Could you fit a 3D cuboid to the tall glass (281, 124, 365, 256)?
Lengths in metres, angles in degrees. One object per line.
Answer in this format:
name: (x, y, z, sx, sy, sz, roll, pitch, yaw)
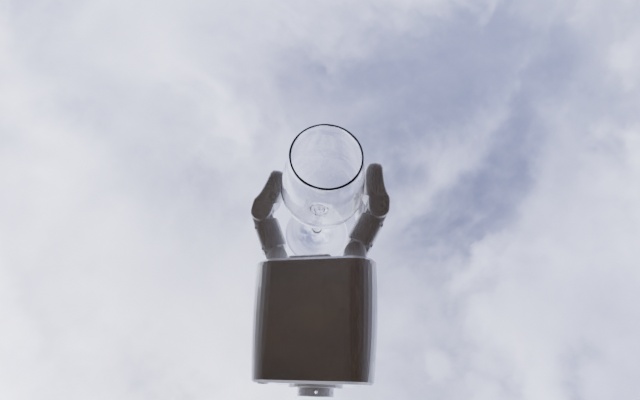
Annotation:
tall glass: (0.000, 0.002, 0.480, 0.079, 0.079, 0.201, 0, -23, -3)
